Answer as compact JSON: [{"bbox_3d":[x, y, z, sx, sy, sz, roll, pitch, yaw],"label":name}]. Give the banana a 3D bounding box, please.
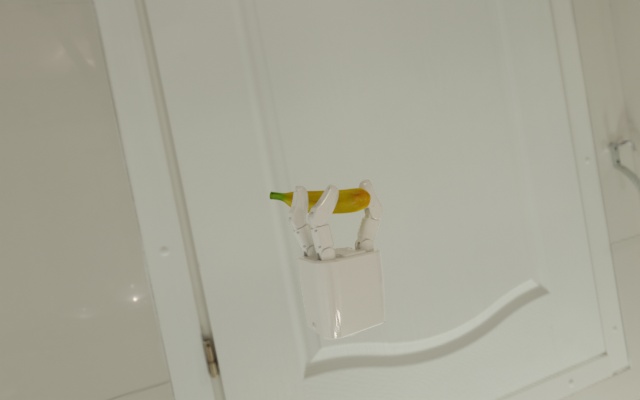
[{"bbox_3d":[0.011,0.002,0.706,0.198,0.037,0.069,-2,0,45],"label":"banana"}]
